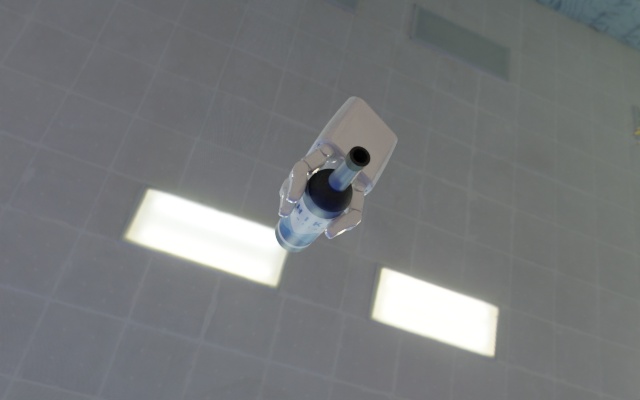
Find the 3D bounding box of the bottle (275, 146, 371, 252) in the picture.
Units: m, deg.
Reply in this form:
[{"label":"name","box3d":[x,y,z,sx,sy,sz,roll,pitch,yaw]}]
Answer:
[{"label":"bottle","box3d":[0.000,0.002,0.695,0.069,0.069,0.296,0,-22,-20]}]
